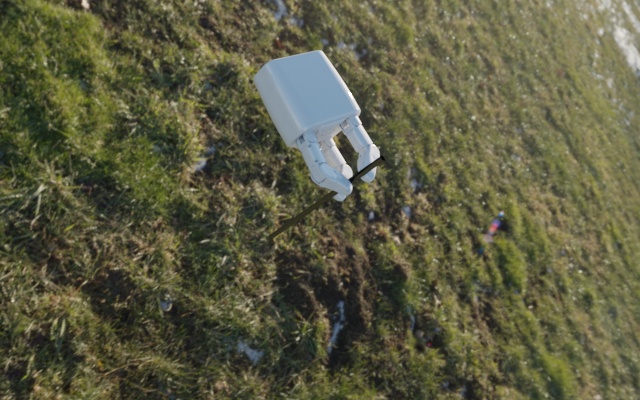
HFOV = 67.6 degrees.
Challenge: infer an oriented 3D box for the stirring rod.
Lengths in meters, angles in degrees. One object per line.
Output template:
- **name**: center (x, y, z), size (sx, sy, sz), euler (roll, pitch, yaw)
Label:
- **stirring rod**: center (0.000, 0.002, 0.668), size (0.011, 0.011, 0.240), euler (0, -27, -46)
